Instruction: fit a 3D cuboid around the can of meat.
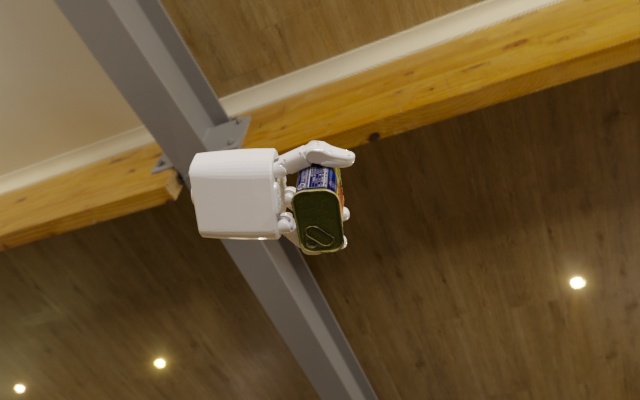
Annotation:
[{"bbox_3d":[0.000,0.002,0.610,0.057,0.102,0.084,-4,39,7],"label":"can of meat"}]
